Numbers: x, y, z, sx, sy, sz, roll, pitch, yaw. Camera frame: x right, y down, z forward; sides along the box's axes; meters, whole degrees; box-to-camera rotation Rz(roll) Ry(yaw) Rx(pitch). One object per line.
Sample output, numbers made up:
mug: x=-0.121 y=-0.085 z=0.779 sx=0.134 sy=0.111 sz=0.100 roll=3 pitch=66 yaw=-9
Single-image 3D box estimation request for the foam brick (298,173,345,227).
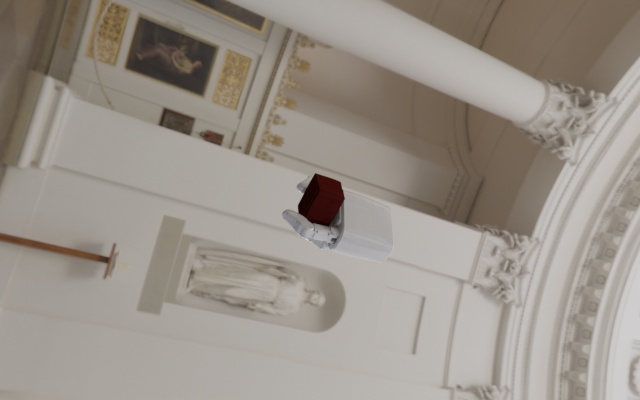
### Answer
foam brick: x=0.000 y=0.002 z=0.818 sx=0.051 sy=0.078 sz=0.053 roll=17 pitch=33 yaw=-19
